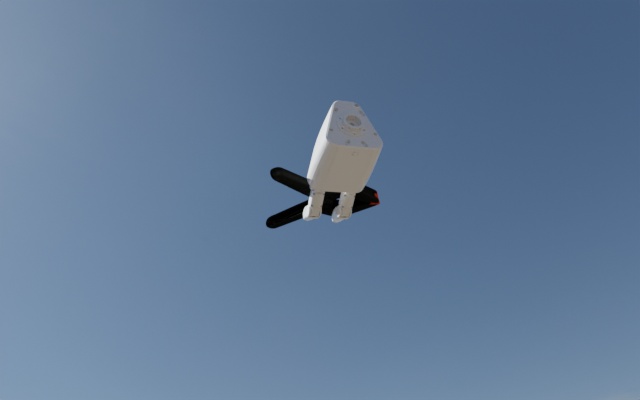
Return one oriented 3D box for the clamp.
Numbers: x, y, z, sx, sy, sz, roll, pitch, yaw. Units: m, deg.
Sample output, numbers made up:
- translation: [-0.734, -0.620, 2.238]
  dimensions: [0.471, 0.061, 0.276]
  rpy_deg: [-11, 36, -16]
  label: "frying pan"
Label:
- translation: [0.001, 0.002, 0.862]
  dimensions: [0.210, 0.036, 0.165]
  rpy_deg: [3, -35, -16]
  label: "clamp"
